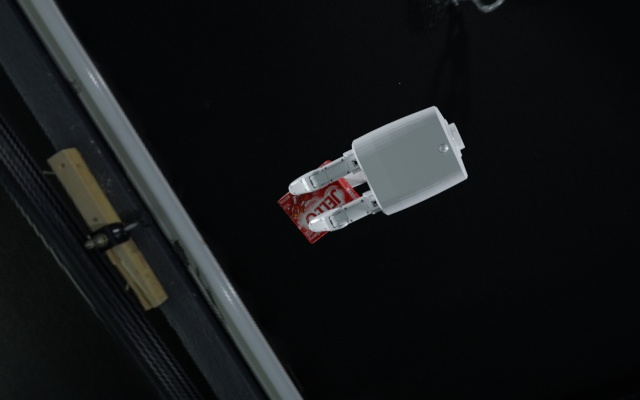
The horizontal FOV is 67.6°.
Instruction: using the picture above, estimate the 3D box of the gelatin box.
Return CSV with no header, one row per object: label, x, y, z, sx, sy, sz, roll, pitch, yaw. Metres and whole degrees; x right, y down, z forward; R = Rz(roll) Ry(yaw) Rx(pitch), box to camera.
gelatin box,0.000,0.002,0.628,0.089,0.073,0.030,-38,3,25
